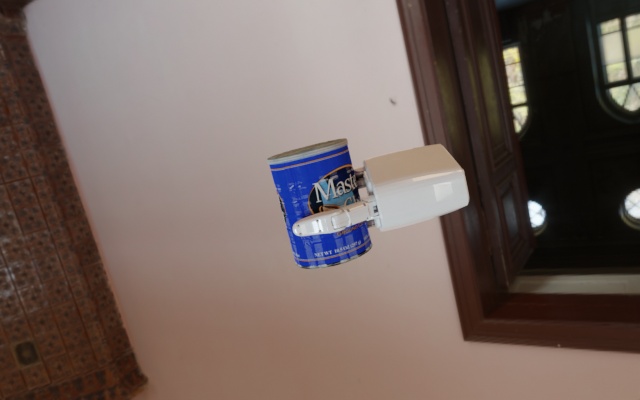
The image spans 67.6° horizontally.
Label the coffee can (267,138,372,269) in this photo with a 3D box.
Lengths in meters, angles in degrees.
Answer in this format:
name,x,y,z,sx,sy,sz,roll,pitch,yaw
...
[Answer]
name,x,y,z,sx,sy,sz,roll,pitch,yaw
coffee can,0.000,0.002,0.604,0.103,0.140,0.103,-14,10,2
